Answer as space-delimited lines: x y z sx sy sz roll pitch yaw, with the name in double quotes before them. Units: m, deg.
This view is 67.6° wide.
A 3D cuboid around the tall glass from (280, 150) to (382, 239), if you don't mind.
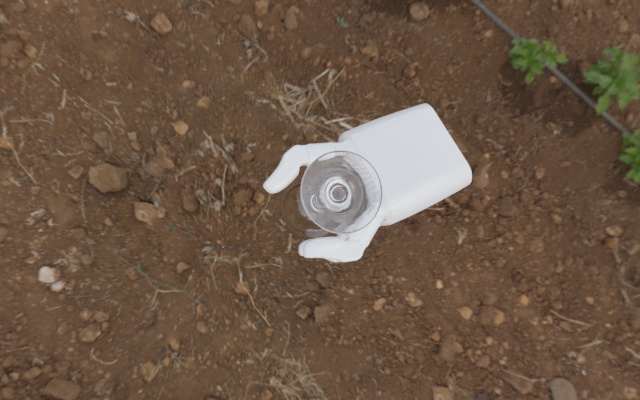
"tall glass" 0.000 0.002 0.515 0.079 0.079 0.201 0 -5 -12
